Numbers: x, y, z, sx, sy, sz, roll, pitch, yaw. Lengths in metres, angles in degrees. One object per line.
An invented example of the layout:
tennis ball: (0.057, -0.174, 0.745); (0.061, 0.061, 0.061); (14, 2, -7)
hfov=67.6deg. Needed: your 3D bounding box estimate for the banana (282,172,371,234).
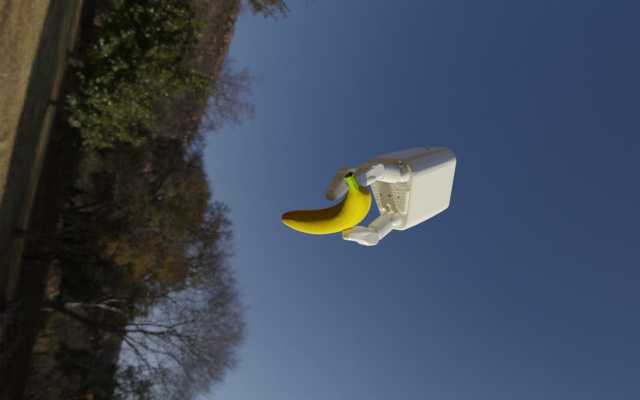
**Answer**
banana: (0.014, 0.015, 0.673); (0.037, 0.069, 0.198); (-46, 8, -36)
